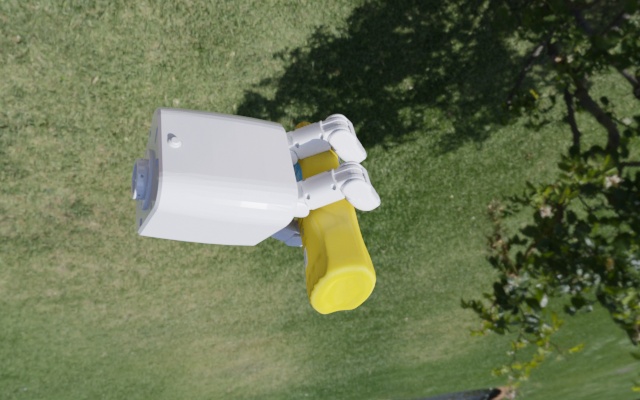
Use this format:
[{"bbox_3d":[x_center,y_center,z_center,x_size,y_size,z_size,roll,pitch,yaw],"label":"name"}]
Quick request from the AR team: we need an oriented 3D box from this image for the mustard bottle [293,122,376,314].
[{"bbox_3d":[0.000,0.002,0.452,0.058,0.191,0.096,-9,-32,-7],"label":"mustard bottle"}]
